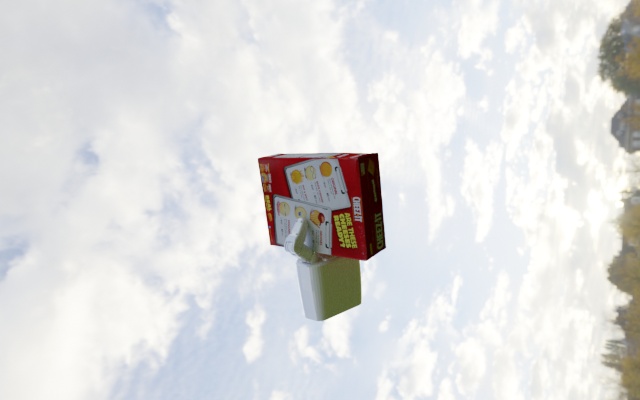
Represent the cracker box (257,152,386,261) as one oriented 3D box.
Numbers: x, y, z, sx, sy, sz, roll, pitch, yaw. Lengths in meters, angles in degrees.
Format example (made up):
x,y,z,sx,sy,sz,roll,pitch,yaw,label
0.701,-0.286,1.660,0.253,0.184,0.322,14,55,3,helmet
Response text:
x,y,z,sx,sy,sz,roll,pitch,yaw,label
0.000,0.003,0.807,0.213,0.164,0.072,4,17,38,cracker box
